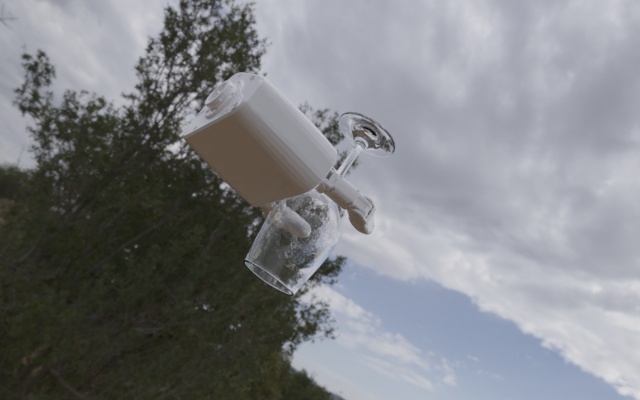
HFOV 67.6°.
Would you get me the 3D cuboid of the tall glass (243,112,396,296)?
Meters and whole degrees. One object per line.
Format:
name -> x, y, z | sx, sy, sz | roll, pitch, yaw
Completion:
tall glass -> 0.001, 0.001, 0.515 | 0.079, 0.201, 0.079 | 30, -20, 12
